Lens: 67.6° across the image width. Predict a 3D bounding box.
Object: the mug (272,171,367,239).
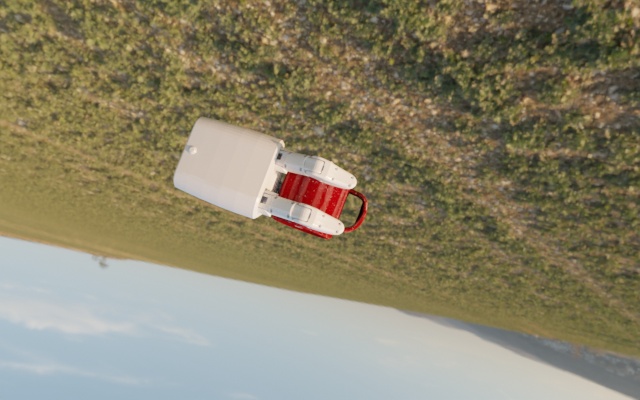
[{"bbox_3d":[0.001,0.003,0.597,0.117,0.081,0.093,20,-7,5],"label":"mug"}]
